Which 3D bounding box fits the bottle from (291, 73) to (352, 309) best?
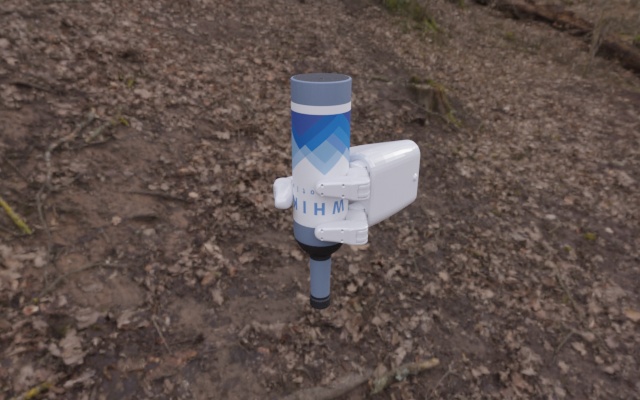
[{"bbox_3d":[0.000,0.002,0.576,0.069,0.296,0.069,0,23,0],"label":"bottle"}]
